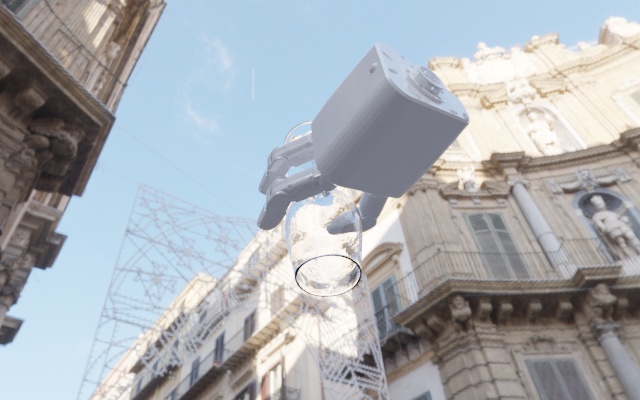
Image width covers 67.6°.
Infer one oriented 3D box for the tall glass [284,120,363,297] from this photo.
[{"bbox_3d":[0.000,0.001,0.506,0.079,0.079,0.200,0,43,-6],"label":"tall glass"}]
